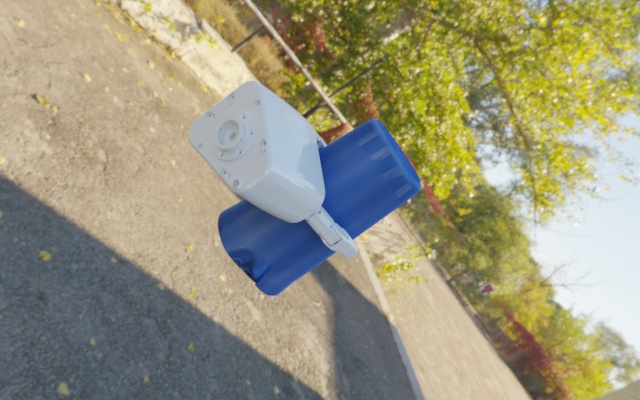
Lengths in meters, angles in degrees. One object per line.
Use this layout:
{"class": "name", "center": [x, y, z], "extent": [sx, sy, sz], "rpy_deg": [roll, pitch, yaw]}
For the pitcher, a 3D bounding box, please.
{"class": "pitcher", "center": [0.000, 0.002, 0.618], "extent": [0.243, 0.149, 0.145], "rpy_deg": [-34, -29, 14]}
